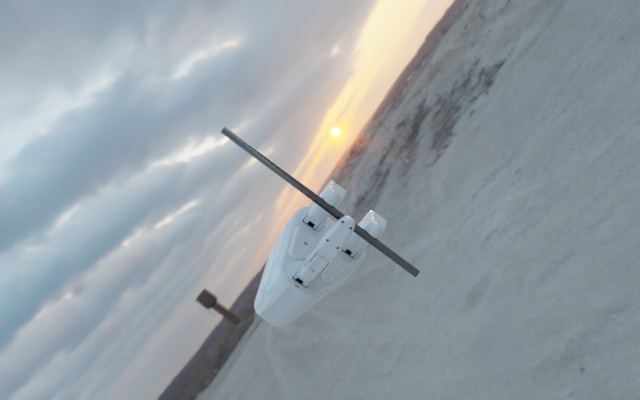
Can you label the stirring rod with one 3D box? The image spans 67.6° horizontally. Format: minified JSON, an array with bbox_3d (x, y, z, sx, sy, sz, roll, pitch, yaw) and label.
[{"bbox_3d":[0.000,0.002,0.475,0.239,0.011,0.011,37,-1,-1],"label":"stirring rod"}]
